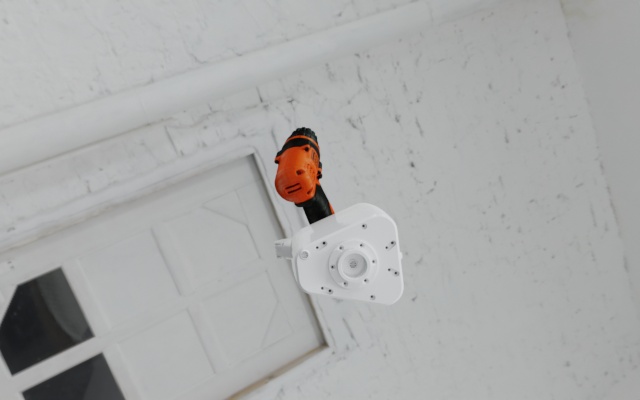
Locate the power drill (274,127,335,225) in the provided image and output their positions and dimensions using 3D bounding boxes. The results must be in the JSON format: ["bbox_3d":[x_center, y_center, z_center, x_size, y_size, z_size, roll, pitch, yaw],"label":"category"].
[{"bbox_3d":[0.000,0.003,0.644,0.057,0.188,0.184,-22,23,15],"label":"power drill"}]
